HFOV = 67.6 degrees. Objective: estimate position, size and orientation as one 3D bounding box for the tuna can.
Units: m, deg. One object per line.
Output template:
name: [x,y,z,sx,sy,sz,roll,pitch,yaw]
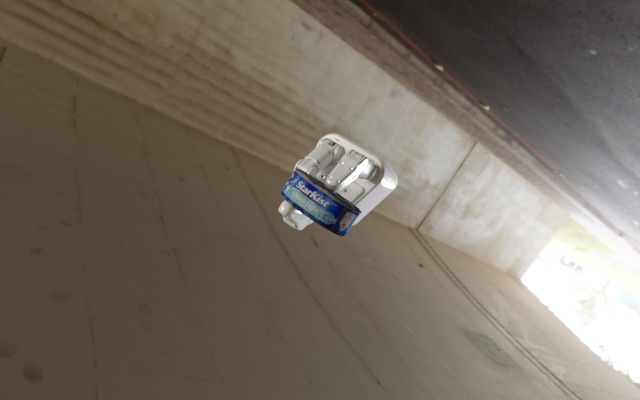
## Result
tuna can: [0.000,0.002,0.514,0.086,0.034,0.086,34,5,-3]
